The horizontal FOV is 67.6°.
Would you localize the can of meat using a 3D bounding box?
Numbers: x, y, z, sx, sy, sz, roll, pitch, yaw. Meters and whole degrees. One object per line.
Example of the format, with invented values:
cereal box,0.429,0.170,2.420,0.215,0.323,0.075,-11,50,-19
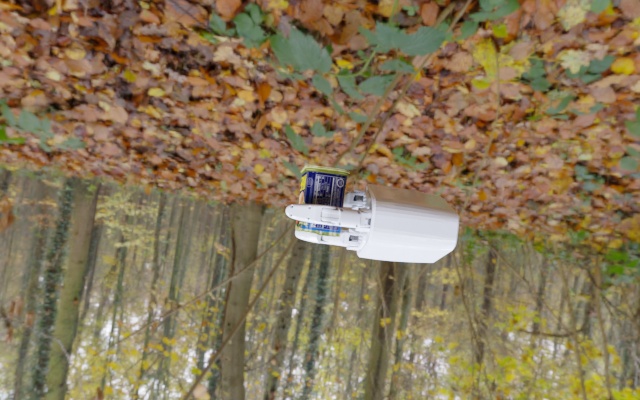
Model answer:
can of meat,0.000,0.002,0.624,0.057,0.084,0.102,7,-2,-7
